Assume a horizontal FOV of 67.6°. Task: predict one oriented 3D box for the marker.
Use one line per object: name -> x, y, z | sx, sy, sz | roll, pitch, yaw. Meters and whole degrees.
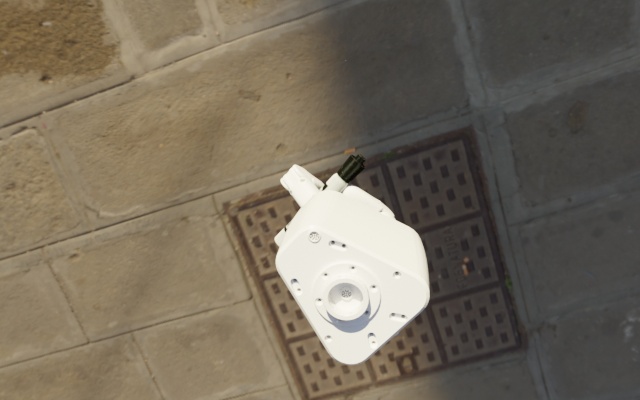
marker -> 0.000, 0.002, 0.467 | 0.020, 0.121, 0.020 | 40, 15, -13
